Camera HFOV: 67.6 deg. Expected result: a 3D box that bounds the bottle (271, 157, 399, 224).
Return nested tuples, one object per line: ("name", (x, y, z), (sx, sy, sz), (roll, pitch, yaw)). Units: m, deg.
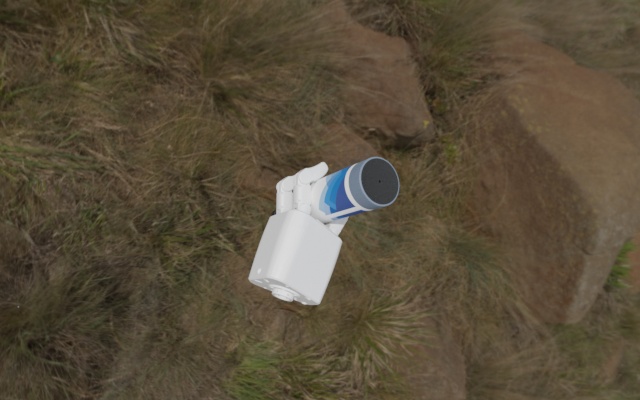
("bottle", (0.000, 0.002, 0.741), (0.069, 0.069, 0.296), (0, -11, -32))
